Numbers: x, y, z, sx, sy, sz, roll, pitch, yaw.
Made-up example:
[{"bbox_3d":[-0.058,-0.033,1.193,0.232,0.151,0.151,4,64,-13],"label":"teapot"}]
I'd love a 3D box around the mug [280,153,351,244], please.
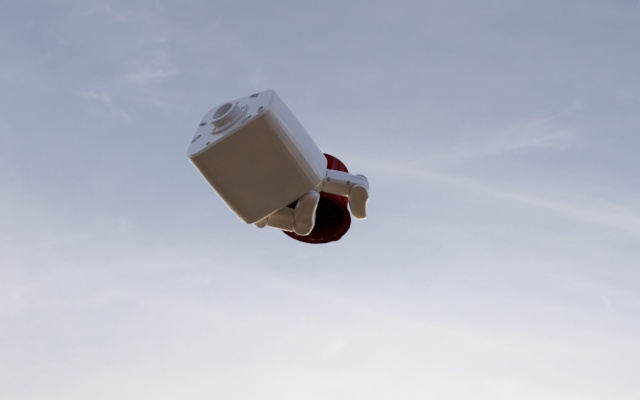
[{"bbox_3d":[0.001,0.003,0.604,0.093,0.081,0.117,-18,-50,24],"label":"mug"}]
